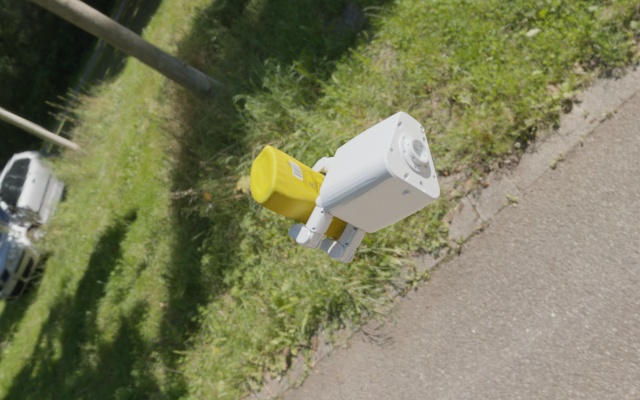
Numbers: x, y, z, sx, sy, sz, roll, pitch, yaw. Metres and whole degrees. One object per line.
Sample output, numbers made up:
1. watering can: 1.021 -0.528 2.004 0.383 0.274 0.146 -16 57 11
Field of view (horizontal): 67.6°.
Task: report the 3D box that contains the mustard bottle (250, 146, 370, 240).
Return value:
1. mustard bottle: 0.000 0.002 0.639 0.192 0.058 0.096 27 28 -31
